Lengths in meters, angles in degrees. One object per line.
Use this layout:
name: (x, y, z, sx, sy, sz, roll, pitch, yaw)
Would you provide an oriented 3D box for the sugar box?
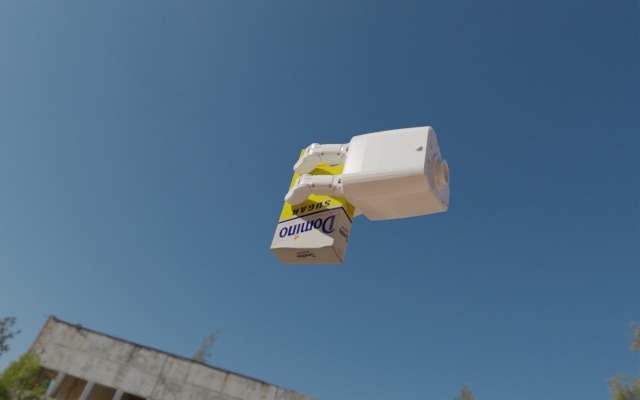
sugar box: (0.000, 0.002, 0.661, 0.093, 0.176, 0.048, -5, -41, 26)
